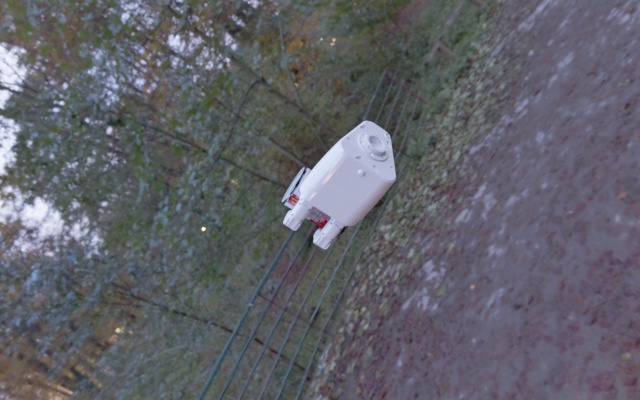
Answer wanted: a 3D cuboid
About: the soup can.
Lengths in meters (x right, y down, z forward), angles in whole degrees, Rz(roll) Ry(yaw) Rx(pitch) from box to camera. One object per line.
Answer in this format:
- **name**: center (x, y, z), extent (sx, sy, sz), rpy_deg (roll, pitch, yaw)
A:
- **soup can**: center (0.000, 0.002, 0.742), extent (0.102, 0.068, 0.068), rpy_deg (32, -6, -9)
